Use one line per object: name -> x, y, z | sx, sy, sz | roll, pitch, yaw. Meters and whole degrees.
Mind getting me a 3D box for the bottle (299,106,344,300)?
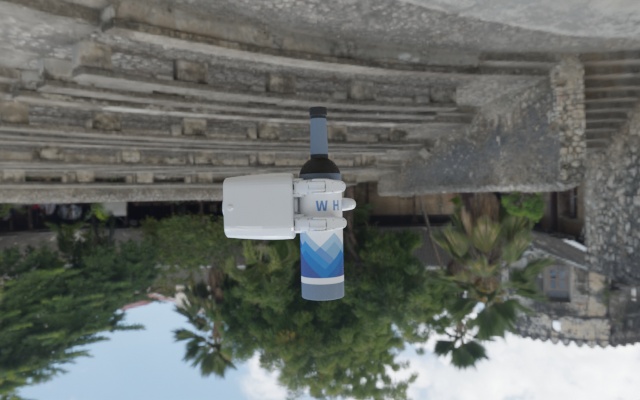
bottle -> 0.000, 0.003, 0.746 | 0.069, 0.295, 0.069 | -2, 0, 0
